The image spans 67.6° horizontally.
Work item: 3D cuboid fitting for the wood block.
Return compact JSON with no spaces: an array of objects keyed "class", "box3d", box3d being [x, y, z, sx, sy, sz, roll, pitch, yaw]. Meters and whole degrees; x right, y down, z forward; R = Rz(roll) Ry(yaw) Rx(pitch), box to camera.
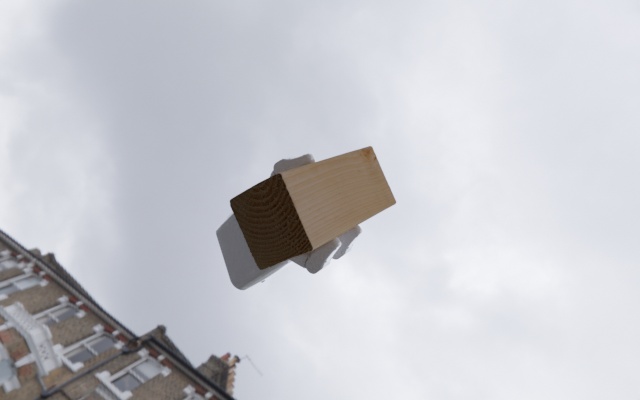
[{"class":"wood block","box3d":[0.000,0.002,0.602,0.090,0.091,0.206,-25,-1,36]}]
